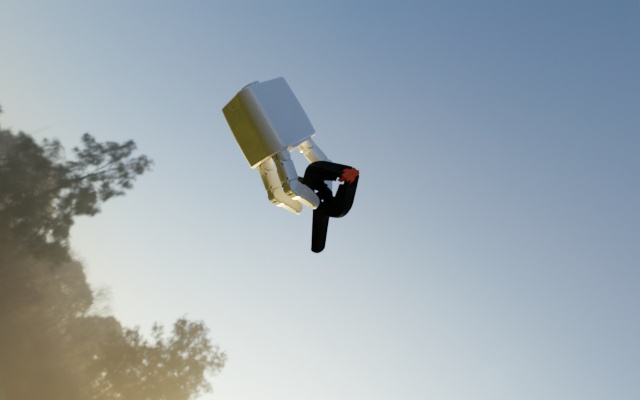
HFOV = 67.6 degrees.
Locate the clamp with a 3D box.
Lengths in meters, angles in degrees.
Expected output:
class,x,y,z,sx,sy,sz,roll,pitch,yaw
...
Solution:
class,x,y,z,sx,sy,sz,roll,pitch,yaw
clamp,0.001,0.002,0.757,0.036,0.164,0.210,-34,7,-33
